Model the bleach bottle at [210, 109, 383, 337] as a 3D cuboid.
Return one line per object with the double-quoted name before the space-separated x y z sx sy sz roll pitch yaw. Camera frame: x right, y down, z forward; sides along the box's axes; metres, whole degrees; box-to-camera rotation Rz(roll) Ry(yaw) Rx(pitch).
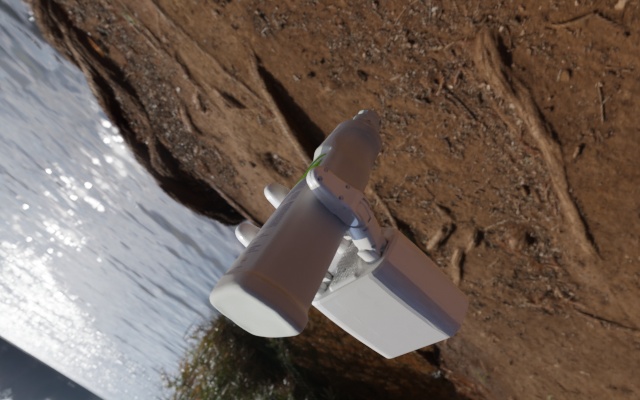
"bleach bottle" 0.000 0.001 0.444 0.068 0.250 0.102 41 -32 -14
